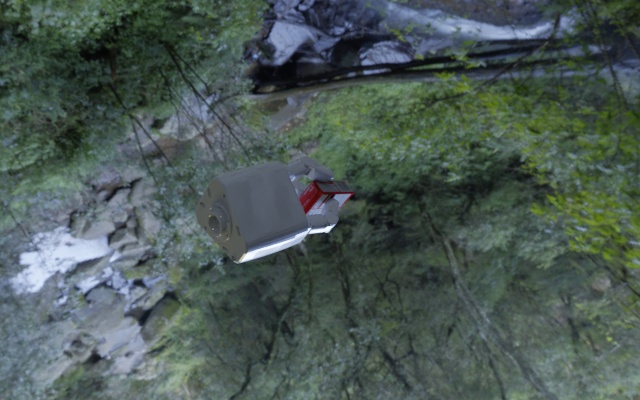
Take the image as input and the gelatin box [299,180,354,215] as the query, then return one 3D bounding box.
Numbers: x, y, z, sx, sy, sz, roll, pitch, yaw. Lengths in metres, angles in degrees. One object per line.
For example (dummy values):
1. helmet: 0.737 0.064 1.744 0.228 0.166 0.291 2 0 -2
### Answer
1. gelatin box: 0.001 0.003 0.749 0.089 0.030 0.073 -2 -41 -53
